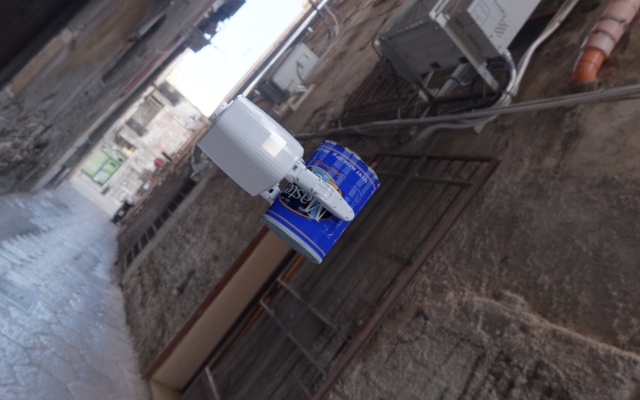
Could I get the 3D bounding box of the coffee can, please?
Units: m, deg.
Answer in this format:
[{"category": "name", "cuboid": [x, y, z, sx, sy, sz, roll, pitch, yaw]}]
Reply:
[{"category": "coffee can", "cuboid": [0.000, 0.002, 0.662, 0.103, 0.140, 0.103, 37, -12, 9]}]
